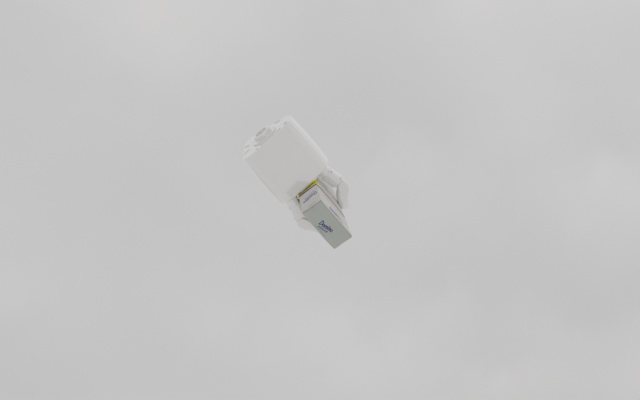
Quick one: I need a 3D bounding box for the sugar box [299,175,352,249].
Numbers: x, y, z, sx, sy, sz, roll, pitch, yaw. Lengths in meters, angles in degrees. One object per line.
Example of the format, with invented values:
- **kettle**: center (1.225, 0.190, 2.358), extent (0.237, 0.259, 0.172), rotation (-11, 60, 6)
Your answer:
- **sugar box**: center (0.000, 0.003, 0.859), extent (0.048, 0.093, 0.176), rotation (-35, 26, 12)
